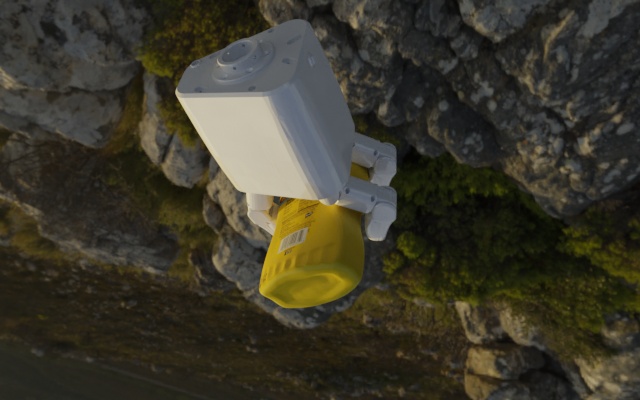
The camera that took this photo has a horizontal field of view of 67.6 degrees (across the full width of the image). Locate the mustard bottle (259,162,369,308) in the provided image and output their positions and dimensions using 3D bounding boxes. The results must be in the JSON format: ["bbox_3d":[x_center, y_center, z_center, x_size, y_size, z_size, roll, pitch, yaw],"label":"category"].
[{"bbox_3d":[0.000,0.002,0.454,0.096,0.191,0.058,-28,-52,36],"label":"mustard bottle"}]
